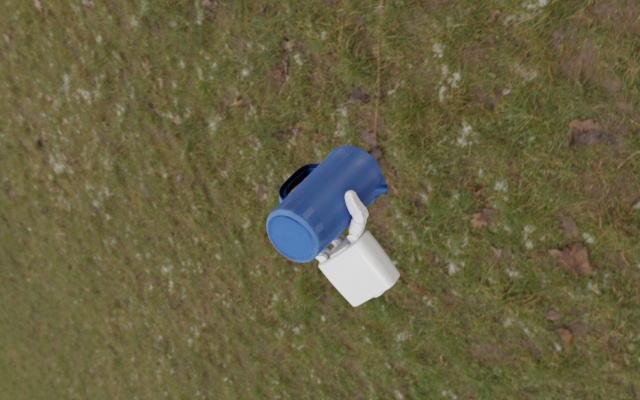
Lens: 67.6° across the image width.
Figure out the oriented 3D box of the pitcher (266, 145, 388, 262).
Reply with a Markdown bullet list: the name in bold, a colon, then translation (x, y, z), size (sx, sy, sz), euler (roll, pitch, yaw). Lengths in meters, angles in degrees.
- **pitcher**: translation (0.000, 0.003, 0.891), size (0.149, 0.145, 0.242), euler (-33, 8, 44)
